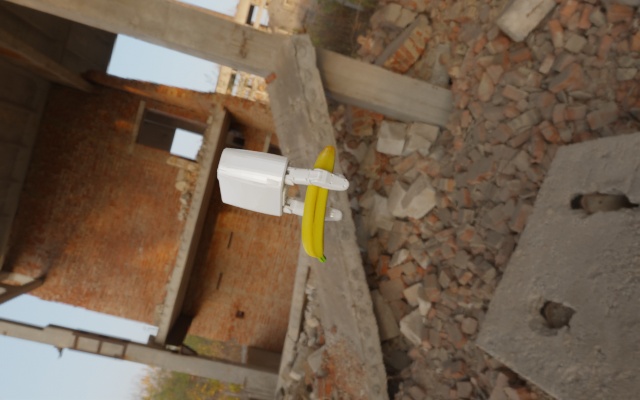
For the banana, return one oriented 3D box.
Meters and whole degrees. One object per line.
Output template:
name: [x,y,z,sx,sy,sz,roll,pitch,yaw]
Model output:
banana: [-0.004,0.007,0.775,0.037,0.198,0.069,7,5,12]
